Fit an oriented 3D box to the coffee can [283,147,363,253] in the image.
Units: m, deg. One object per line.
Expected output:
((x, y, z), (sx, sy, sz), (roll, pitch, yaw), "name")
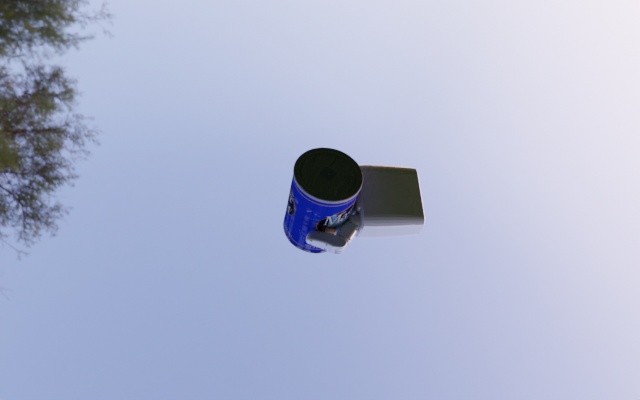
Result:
((0.000, 0.002, 0.743), (0.103, 0.102, 0.140), (0, -37, -12), "coffee can")
